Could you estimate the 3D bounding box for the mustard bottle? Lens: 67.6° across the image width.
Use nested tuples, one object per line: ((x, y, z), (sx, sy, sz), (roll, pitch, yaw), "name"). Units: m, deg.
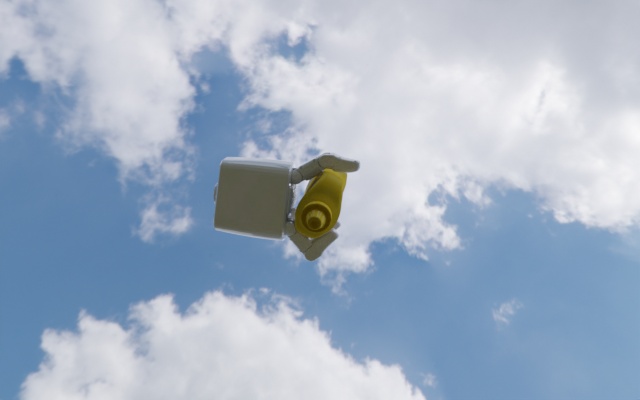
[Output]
((0.000, 0.002, 0.689), (0.058, 0.096, 0.191), (30, 16, -3), "mustard bottle")
